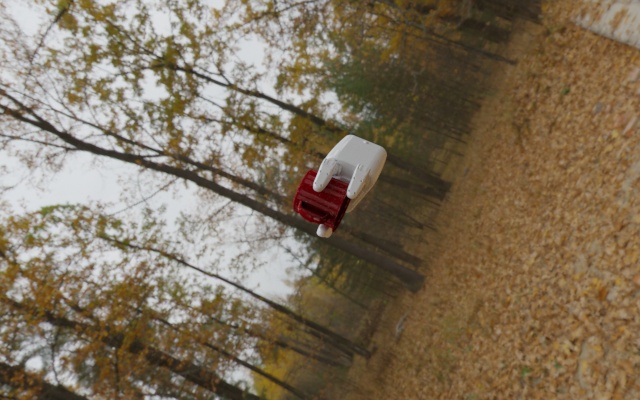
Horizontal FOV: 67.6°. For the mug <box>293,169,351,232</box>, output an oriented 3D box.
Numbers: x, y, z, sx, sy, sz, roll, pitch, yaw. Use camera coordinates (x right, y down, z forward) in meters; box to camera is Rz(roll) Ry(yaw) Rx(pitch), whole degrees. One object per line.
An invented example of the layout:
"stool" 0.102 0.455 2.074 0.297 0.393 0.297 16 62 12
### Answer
"mug" -0.001 0.003 0.818 0.081 0.093 0.117 24 37 10
